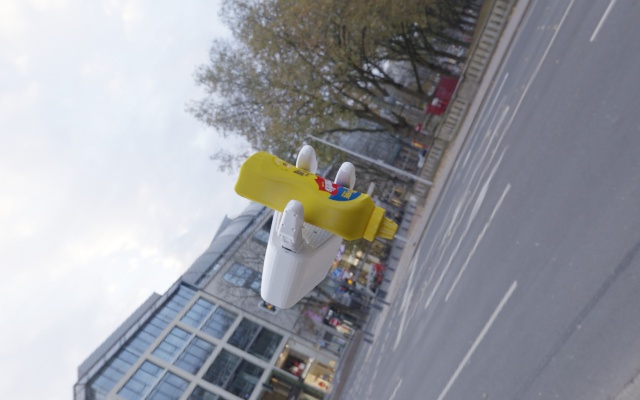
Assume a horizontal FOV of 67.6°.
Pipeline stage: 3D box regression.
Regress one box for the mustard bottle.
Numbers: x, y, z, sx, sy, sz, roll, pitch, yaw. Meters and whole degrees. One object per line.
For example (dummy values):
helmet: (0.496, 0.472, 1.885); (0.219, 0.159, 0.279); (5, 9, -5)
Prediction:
mustard bottle: (0.000, 0.001, 0.571); (0.191, 0.058, 0.096); (23, 13, 8)
